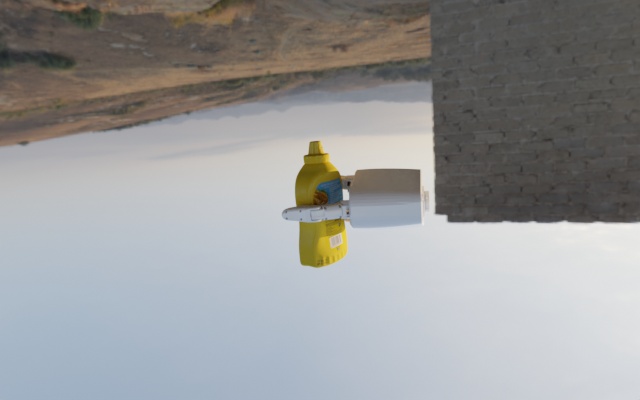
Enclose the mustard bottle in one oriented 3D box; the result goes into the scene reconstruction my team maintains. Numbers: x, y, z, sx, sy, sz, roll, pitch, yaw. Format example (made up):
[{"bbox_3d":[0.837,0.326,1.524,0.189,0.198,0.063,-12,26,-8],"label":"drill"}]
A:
[{"bbox_3d":[0.000,0.003,0.753,0.058,0.192,0.096,4,14,37],"label":"mustard bottle"}]
